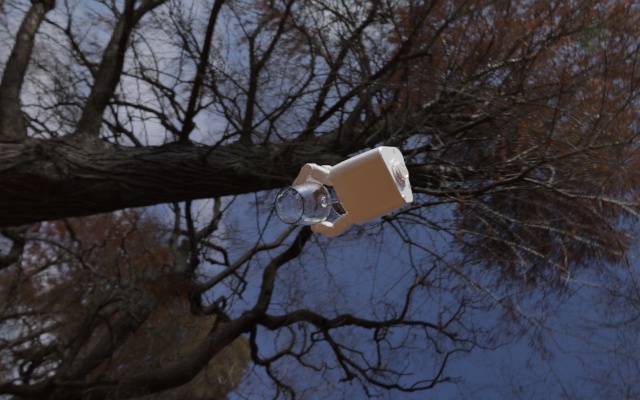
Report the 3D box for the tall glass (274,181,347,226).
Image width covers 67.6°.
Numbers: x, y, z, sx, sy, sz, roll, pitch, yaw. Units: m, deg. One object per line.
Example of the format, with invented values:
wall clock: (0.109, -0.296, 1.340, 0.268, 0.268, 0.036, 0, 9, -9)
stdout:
tall glass: (0.000, 0.003, 0.875, 0.079, 0.079, 0.201, 0, 4, 32)
